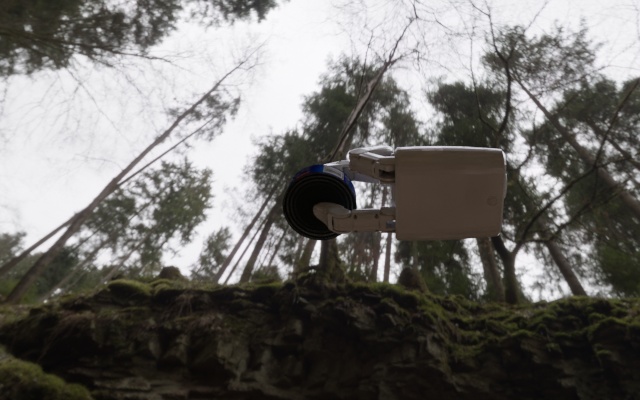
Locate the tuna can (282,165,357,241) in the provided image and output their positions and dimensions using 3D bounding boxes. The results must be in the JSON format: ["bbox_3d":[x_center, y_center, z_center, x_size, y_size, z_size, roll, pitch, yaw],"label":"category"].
[{"bbox_3d":[0.000,0.002,0.562,0.086,0.086,0.033,0,24,4],"label":"tuna can"}]
